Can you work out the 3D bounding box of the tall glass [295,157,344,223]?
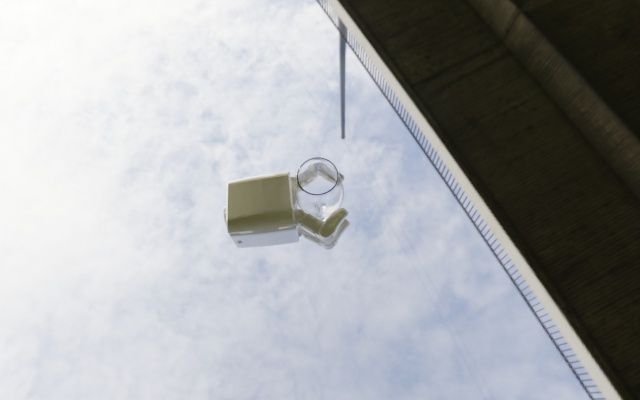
[{"bbox_3d":[0.000,0.003,0.788,0.079,0.079,0.201,0,-23,3],"label":"tall glass"}]
